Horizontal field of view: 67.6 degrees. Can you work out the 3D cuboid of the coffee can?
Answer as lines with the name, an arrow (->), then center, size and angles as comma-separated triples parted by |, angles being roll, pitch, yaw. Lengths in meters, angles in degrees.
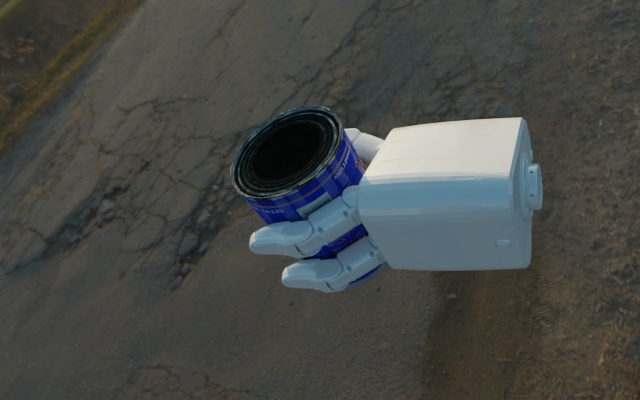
coffee can -> 0.000, 0.001, 0.431 | 0.103, 0.102, 0.140 | 0, -38, 33
